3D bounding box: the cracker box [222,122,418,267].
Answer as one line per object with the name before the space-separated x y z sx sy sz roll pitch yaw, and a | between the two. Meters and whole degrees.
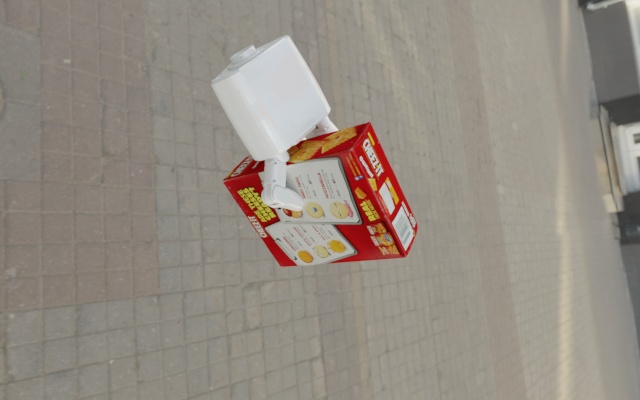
cracker box | 0.000 0.002 0.635 0.214 0.164 0.072 -10 31 37
